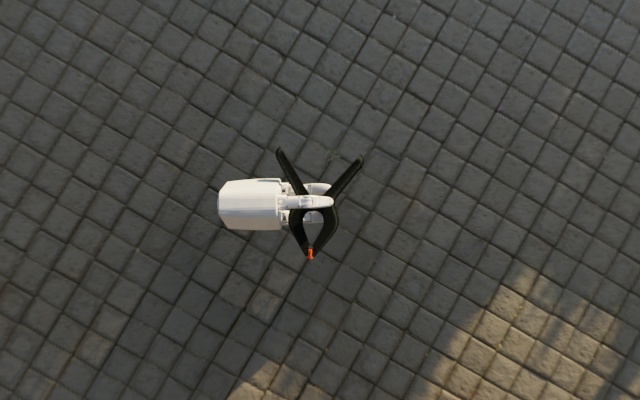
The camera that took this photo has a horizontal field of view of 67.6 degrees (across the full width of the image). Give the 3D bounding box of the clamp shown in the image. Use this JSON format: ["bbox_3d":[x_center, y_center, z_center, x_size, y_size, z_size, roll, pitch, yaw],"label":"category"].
[{"bbox_3d":[0.000,0.003,0.889,0.164,0.210,0.036,-1,-2,1],"label":"clamp"}]
